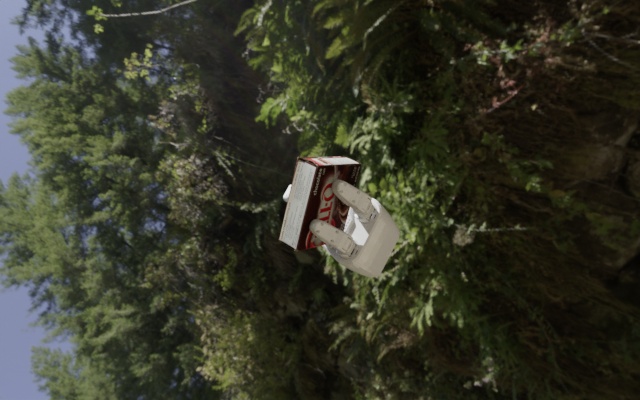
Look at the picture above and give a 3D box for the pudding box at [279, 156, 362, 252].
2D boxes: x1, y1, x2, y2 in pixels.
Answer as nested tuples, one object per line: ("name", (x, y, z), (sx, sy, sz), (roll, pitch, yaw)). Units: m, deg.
("pudding box", (0.000, 0.002, 0.599), (0.039, 0.113, 0.090), (23, 19, 34))
